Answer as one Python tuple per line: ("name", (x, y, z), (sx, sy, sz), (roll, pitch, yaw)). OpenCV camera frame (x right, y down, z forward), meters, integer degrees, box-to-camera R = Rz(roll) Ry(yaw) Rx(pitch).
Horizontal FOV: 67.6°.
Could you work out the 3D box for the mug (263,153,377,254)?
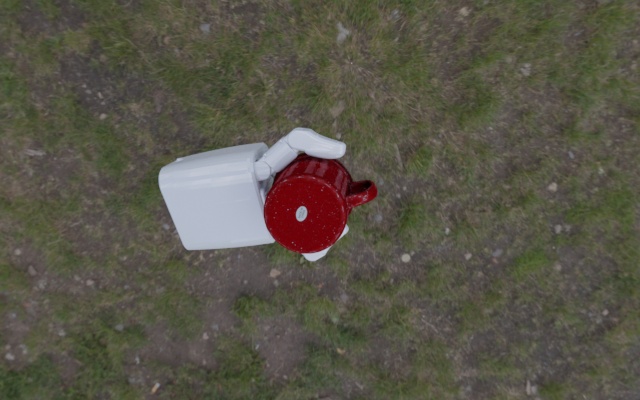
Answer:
("mug", (0.001, 0.001, 0.486), (0.117, 0.093, 0.081), (-9, 15, 8))
